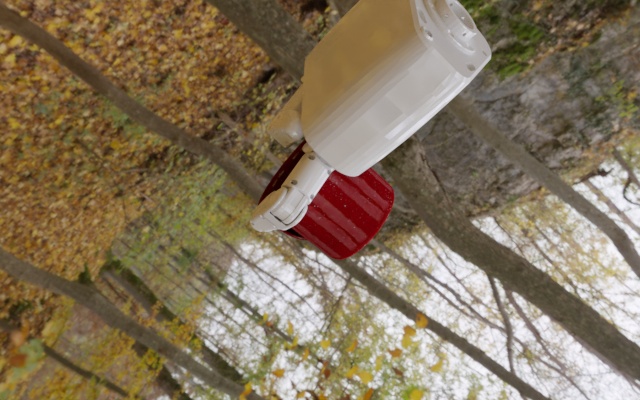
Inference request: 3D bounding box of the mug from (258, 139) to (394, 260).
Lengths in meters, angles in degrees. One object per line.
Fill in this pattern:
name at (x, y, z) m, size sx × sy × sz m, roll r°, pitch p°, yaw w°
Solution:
mug at (-0.001, 0.002, 0.412) m, size 0.081 × 0.093 × 0.117 m, roll 39°, pitch -48°, yaw -15°
